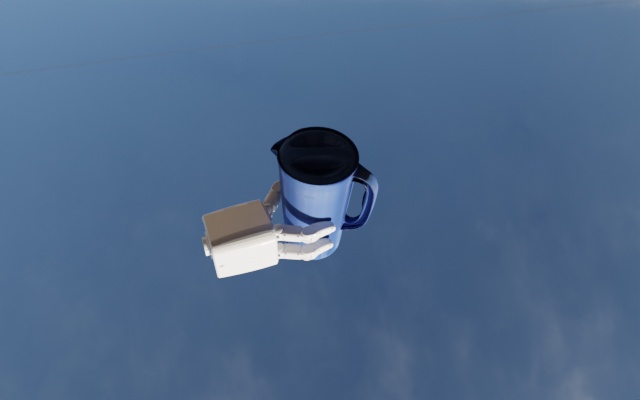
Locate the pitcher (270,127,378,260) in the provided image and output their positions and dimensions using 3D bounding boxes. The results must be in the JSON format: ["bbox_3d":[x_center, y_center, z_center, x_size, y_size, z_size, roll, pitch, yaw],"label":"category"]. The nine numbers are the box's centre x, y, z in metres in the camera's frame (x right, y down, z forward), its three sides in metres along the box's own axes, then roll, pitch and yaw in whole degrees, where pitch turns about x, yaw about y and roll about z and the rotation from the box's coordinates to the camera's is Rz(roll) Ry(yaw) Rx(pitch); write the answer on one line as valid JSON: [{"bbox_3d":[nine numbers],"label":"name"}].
[{"bbox_3d":[0.000,0.003,0.848,0.145,0.149,0.243,-17,-37,-16],"label":"pitcher"}]
